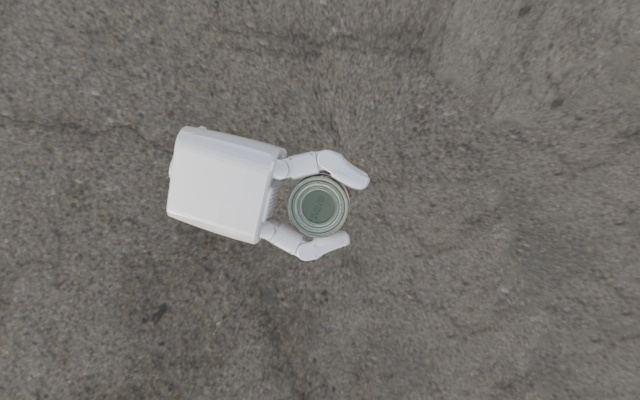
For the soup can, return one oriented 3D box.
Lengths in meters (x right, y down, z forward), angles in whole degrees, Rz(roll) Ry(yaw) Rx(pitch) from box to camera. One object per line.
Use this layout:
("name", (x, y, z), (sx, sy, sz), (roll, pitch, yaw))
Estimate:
("soup can", (0.001, 0.002, 0.544), (0.068, 0.068, 0.102), (0, 6, 3))
